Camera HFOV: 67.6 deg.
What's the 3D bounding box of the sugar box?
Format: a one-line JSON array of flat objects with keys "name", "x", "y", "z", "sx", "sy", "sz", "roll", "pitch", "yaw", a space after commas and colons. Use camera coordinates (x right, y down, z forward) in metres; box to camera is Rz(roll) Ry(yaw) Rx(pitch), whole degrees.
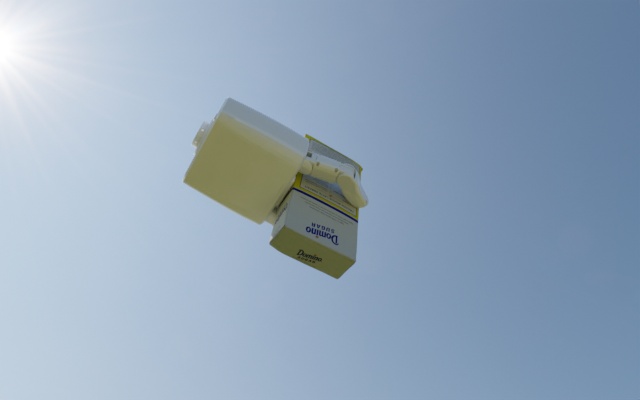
[{"name": "sugar box", "x": 0.000, "y": 0.002, "z": 0.580, "sx": 0.093, "sy": 0.176, "sz": 0.048, "roll": 28, "pitch": -49, "yaw": -15}]
